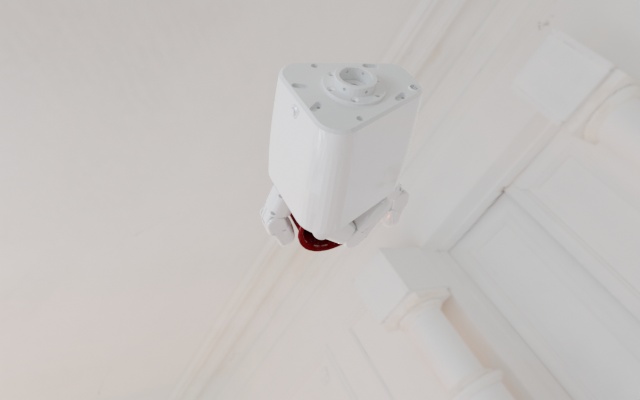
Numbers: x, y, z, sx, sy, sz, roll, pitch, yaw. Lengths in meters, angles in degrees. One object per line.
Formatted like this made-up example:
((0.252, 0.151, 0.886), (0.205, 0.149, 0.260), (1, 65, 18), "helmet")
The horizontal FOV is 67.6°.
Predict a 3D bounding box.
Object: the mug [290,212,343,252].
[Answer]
((0.000, 0.003, 0.517), (0.093, 0.081, 0.117), (-16, -38, -23), "mug")
